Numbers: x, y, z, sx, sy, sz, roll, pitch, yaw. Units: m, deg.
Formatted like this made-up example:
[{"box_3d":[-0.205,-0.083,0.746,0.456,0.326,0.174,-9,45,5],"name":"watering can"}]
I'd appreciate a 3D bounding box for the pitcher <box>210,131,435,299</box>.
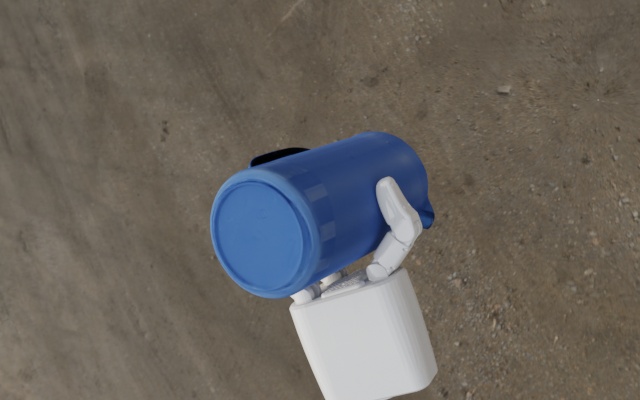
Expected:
[{"box_3d":[0.000,0.002,0.479,0.149,0.145,0.243,-19,1,32],"name":"pitcher"}]
